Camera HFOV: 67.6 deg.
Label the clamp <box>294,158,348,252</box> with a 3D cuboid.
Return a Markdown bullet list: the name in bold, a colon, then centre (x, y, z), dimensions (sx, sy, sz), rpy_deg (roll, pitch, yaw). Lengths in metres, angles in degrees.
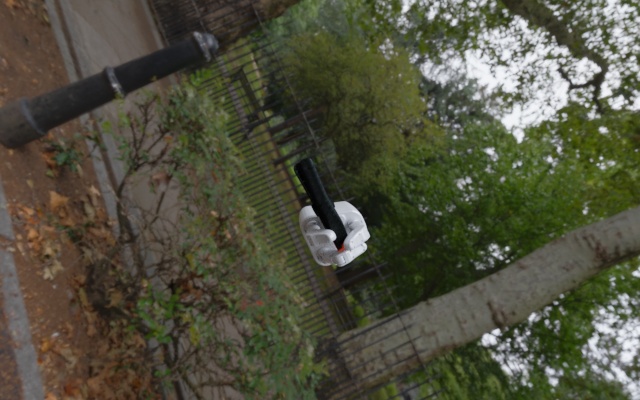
- **clamp**: centre (0.001, 0.003, 0.812), dimensions (0.039, 0.171, 0.120), rpy_deg (-24, 13, -1)
